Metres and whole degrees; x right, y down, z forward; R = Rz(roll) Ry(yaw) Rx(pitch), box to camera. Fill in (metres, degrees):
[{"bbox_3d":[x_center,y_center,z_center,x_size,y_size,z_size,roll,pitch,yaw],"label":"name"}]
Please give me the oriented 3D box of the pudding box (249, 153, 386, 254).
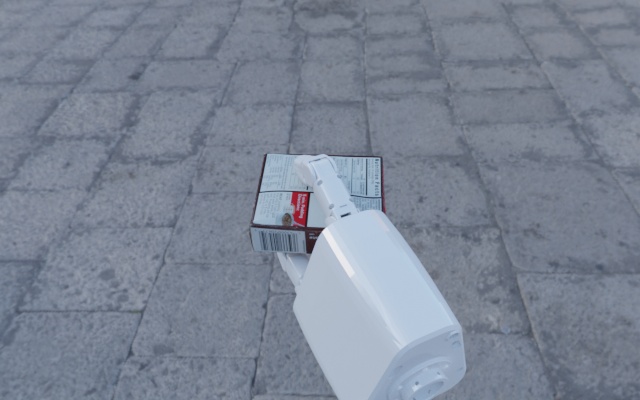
[{"bbox_3d":[0.000,0.001,0.421,0.113,0.090,0.039,3,-42,2],"label":"pudding box"}]
